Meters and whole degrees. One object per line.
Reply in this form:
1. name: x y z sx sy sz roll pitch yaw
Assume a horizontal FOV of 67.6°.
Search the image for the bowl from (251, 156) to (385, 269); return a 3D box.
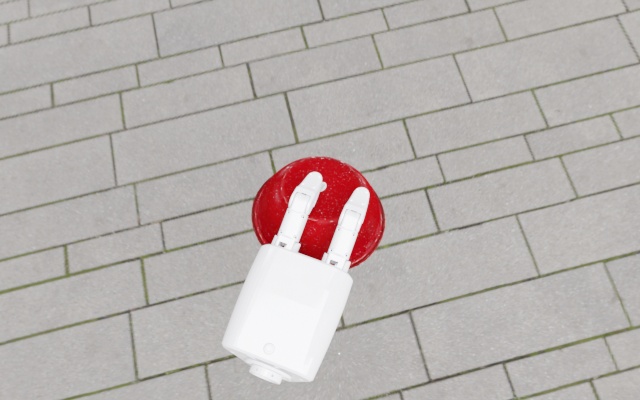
1. bowl: 0.000 0.000 0.555 0.162 0.162 0.055 0 -36 -6
